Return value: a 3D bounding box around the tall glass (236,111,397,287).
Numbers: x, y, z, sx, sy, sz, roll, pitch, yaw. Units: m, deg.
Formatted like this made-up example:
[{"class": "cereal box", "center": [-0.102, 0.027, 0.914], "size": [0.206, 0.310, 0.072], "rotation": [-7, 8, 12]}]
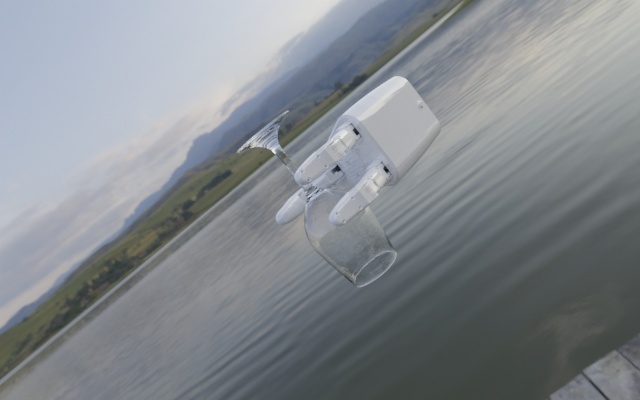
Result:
[{"class": "tall glass", "center": [0.000, 0.001, 0.532], "size": [0.079, 0.201, 0.079], "rotation": [-38, 7, 6]}]
